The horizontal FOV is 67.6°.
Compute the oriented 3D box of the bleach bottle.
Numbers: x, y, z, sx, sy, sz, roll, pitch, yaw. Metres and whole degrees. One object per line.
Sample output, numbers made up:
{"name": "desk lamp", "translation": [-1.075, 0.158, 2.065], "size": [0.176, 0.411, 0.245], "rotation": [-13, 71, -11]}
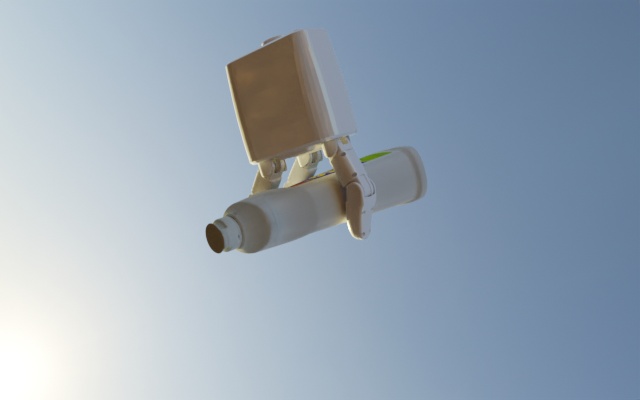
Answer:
{"name": "bleach bottle", "translation": [0.000, 0.002, 0.494], "size": [0.251, 0.068, 0.102], "rotation": [-19, 5, -43]}
